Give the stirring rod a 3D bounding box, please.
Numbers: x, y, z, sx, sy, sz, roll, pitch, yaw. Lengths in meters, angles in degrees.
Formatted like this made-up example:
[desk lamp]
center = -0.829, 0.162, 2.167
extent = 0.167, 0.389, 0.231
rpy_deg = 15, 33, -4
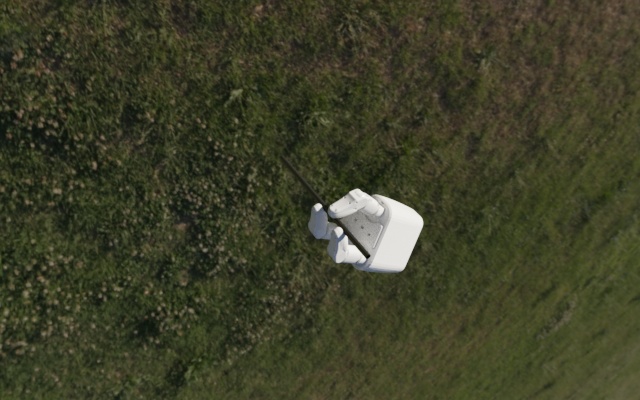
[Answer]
[stirring rod]
center = 0.000, 0.002, 0.698
extent = 0.011, 0.011, 0.239
rpy_deg = 0, 37, -40
